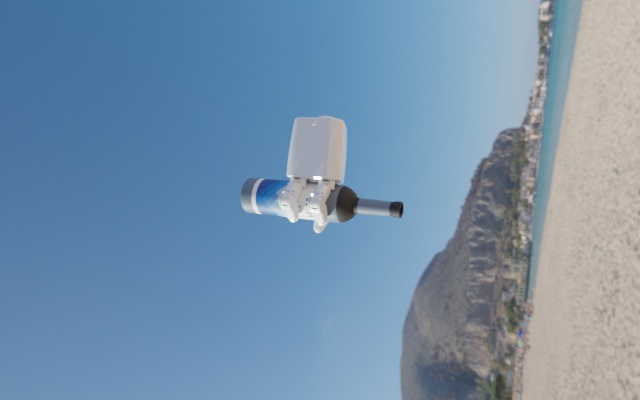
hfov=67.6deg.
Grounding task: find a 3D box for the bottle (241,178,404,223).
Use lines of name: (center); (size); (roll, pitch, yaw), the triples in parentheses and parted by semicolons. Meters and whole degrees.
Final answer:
bottle: (0.000, 0.003, 0.847); (0.295, 0.069, 0.069); (6, 2, 24)
